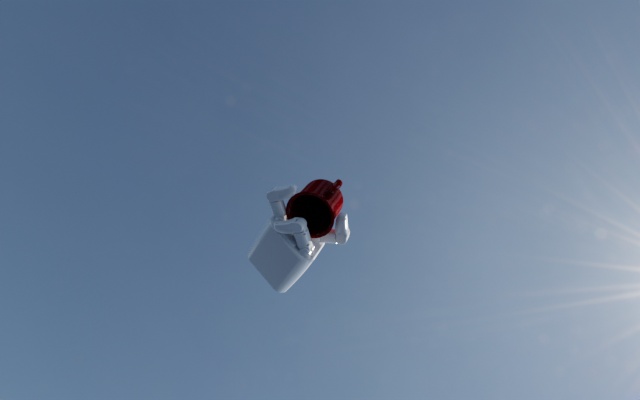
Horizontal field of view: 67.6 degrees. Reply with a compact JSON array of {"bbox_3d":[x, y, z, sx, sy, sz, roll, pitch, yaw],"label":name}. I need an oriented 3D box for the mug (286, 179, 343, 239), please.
[{"bbox_3d":[0.001,0.002,0.880,0.093,0.117,0.081,40,32,-1],"label":"mug"}]
